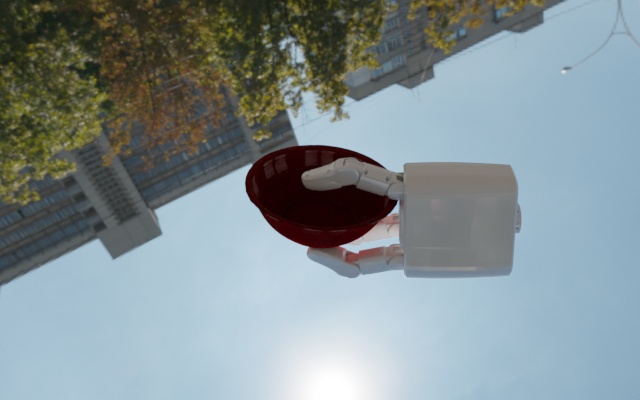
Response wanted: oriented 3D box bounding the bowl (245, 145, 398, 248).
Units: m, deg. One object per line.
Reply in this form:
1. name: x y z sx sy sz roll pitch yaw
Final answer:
1. bowl: -0.001 0.002 0.515 0.162 0.055 0.162 4 35 -3
